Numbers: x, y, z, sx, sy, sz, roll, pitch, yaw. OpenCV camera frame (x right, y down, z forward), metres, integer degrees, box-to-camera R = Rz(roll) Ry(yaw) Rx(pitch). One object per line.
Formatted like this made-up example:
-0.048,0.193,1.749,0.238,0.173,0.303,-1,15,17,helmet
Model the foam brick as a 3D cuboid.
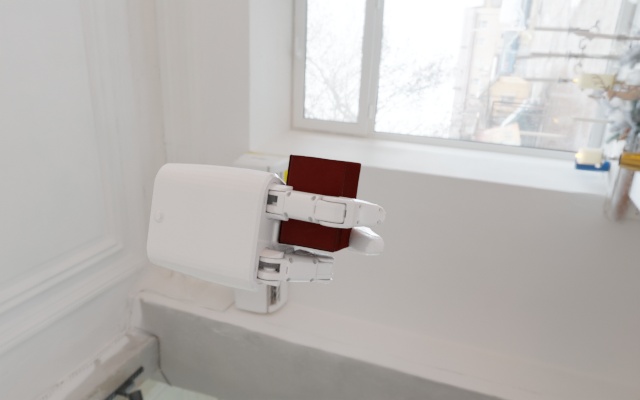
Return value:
0.000,0.001,0.414,0.051,0.078,0.053,9,3,18,foam brick
